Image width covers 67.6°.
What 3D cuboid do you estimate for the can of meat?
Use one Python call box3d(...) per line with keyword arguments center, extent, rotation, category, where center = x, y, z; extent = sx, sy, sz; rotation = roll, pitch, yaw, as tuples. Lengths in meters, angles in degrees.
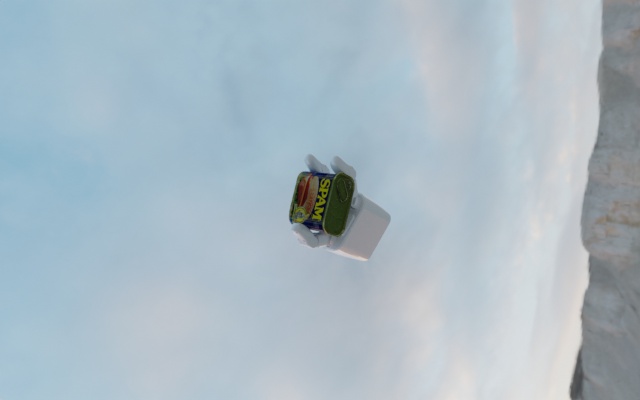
box3d(center=(0.000, 0.003, 0.792), extent=(0.084, 0.102, 0.057), rotation=(8, -8, 40), category="can of meat")
